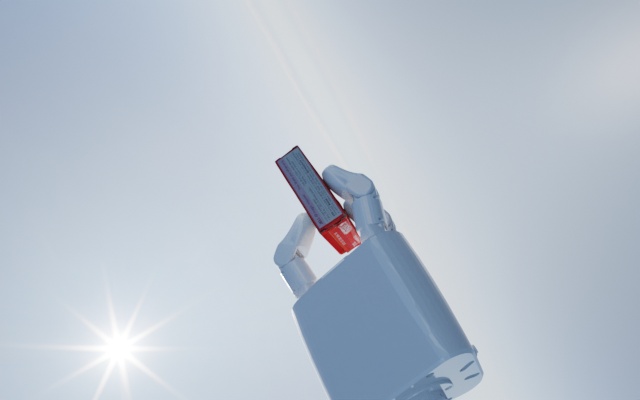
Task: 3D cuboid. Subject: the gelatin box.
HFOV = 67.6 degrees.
[{"bbox_3d":[0.000,0.001,0.447,0.030,0.089,0.073,-35,-27,1],"label":"gelatin box"}]
